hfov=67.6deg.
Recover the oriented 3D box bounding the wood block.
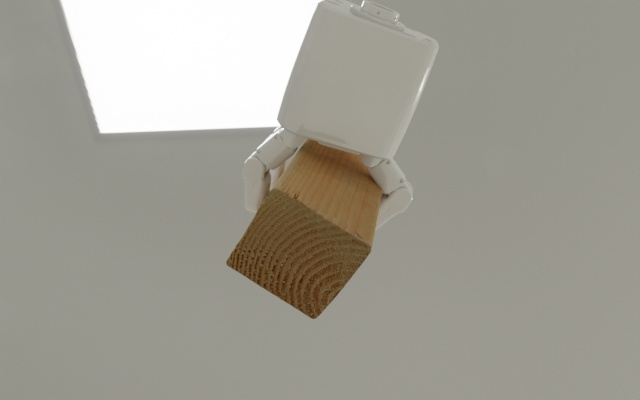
[{"bbox_3d":[0.001,0.001,0.463,0.091,0.090,0.206,33,28,-4],"label":"wood block"}]
